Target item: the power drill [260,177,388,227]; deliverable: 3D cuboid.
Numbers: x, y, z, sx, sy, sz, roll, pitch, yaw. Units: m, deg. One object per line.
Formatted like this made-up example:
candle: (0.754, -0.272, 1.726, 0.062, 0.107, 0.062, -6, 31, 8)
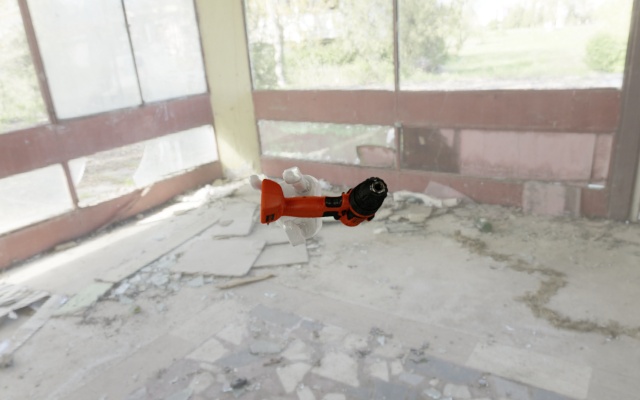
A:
power drill: (0.000, 0.002, 0.751, 0.187, 0.057, 0.184, 3, -17, -9)
